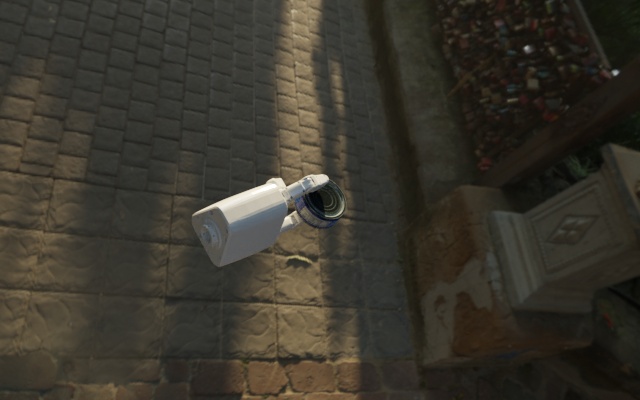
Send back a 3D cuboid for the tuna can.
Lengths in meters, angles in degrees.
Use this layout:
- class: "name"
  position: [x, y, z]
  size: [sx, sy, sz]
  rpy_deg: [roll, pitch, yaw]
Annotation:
- class: "tuna can"
  position: [0.000, 0.002, 0.798]
  size: [0.086, 0.086, 0.034]
  rpy_deg: [0, -29, -35]
